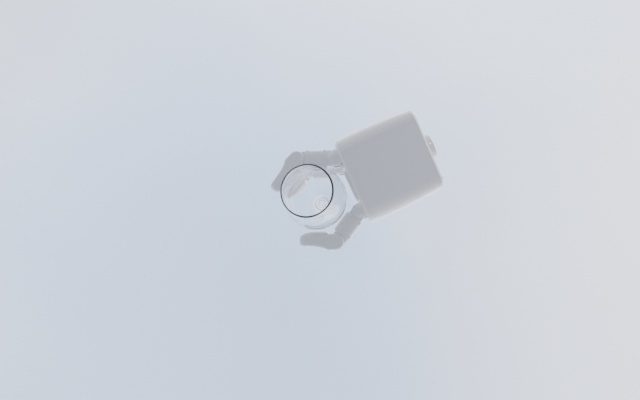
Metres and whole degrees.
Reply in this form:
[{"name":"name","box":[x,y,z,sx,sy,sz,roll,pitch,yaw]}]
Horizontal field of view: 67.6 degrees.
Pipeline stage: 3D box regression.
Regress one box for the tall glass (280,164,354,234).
[{"name":"tall glass","box":[0.000,0.002,0.631,0.079,0.079,0.201,0,-8,9]}]
